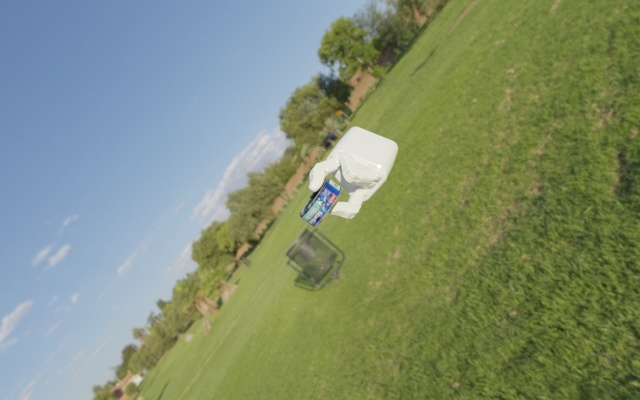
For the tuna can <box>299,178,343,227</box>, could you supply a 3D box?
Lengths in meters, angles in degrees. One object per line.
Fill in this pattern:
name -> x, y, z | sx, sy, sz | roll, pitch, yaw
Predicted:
tuna can -> 0.000, 0.002, 0.839 | 0.034, 0.086, 0.086 | 36, -5, -7
